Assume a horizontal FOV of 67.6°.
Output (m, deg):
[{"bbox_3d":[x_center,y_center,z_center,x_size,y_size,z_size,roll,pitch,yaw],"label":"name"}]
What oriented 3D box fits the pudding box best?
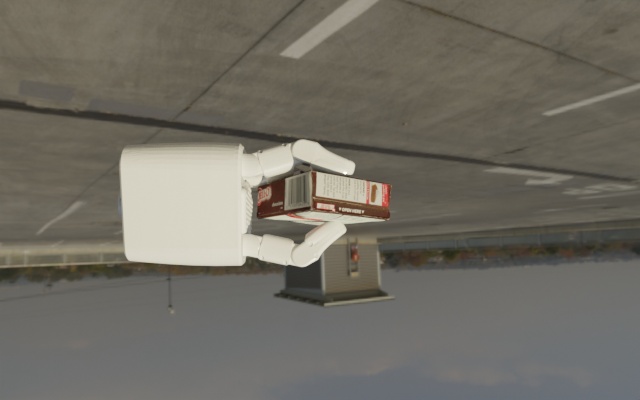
[{"bbox_3d":[0.000,0.002,0.469,0.090,0.039,0.113,7,-8,-31],"label":"pudding box"}]
